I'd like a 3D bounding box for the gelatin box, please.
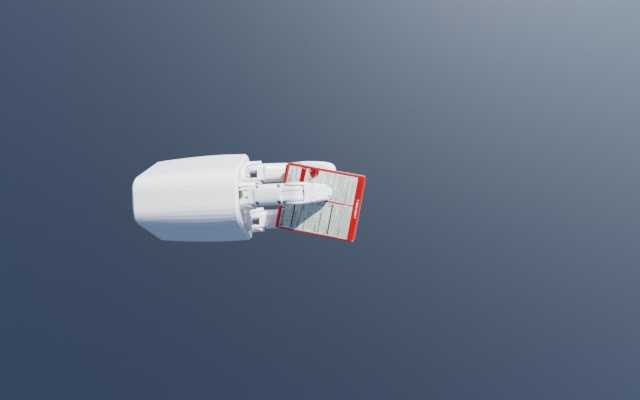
[{"bbox_3d":[0.000,0.002,0.528,0.089,0.073,0.030,10,0,3],"label":"gelatin box"}]
